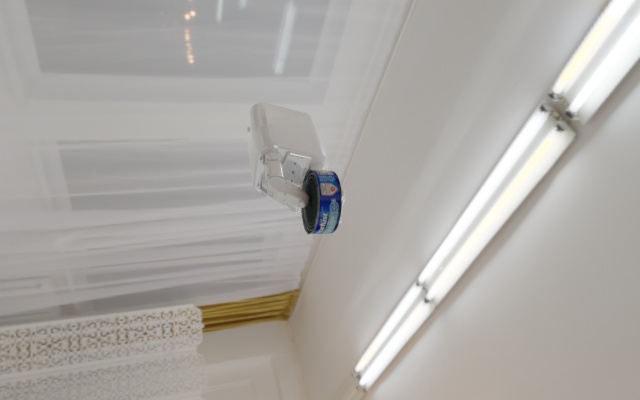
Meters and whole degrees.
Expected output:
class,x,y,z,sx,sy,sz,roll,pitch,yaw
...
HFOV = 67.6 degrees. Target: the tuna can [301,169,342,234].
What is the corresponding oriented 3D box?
class,x,y,z,sx,sy,sz,roll,pitch,yaw
tuna can,0.001,0.002,0.635,0.034,0.086,0.086,1,0,-16
